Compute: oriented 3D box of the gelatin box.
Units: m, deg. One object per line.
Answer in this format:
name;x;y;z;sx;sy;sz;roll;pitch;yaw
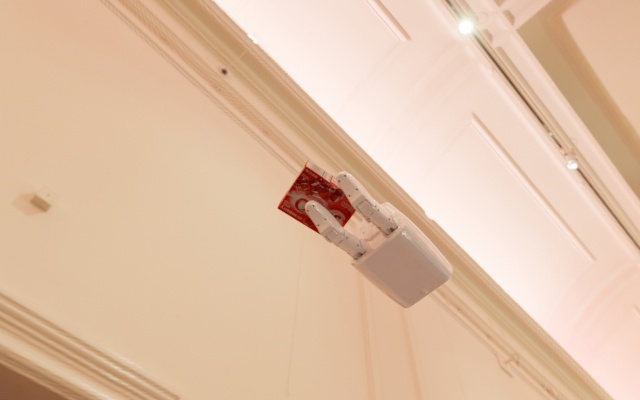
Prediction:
gelatin box;0.000;0.002;0.629;0.089;0.073;0.030;33;24;-6
